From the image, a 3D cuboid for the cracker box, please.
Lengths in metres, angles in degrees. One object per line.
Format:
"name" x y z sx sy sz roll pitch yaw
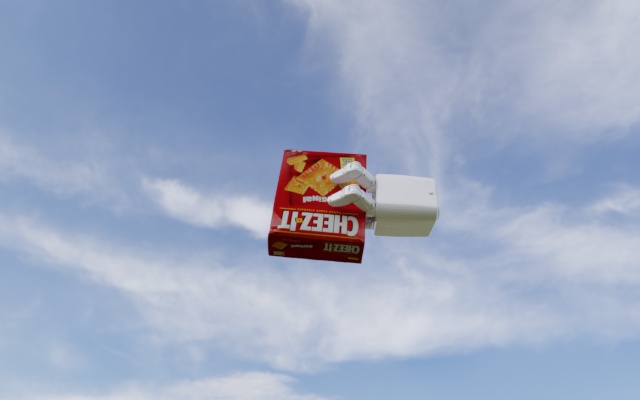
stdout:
"cracker box" 0.000 0.003 0.870 0.164 0.213 0.072 5 -42 2
